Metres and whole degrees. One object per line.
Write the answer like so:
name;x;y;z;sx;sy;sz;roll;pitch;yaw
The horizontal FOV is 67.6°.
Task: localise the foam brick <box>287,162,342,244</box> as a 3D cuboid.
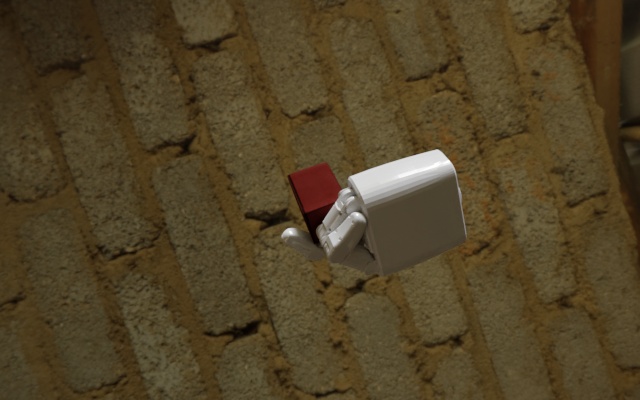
foam brick;0.000;0.002;0.562;0.051;0.053;0.078;-21;42;-4
